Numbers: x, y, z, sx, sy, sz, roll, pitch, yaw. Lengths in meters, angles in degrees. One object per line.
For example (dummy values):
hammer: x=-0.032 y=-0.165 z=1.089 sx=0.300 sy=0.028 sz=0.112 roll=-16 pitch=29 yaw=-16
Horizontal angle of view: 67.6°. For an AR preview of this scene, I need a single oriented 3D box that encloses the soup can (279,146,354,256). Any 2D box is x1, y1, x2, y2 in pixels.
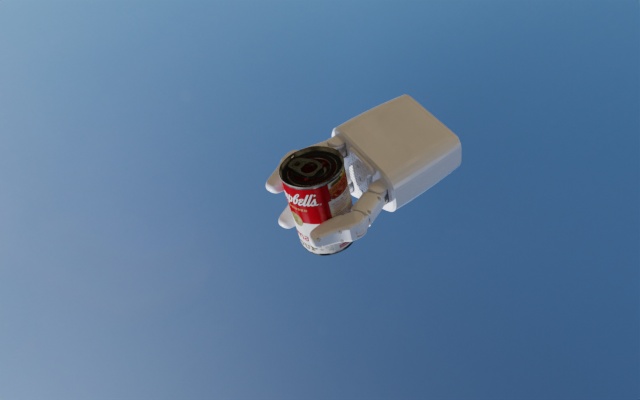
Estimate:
soup can: x=0.000 y=0.002 z=0.516 sx=0.068 sy=0.102 sz=0.068 roll=-8 pitch=41 yaw=7
